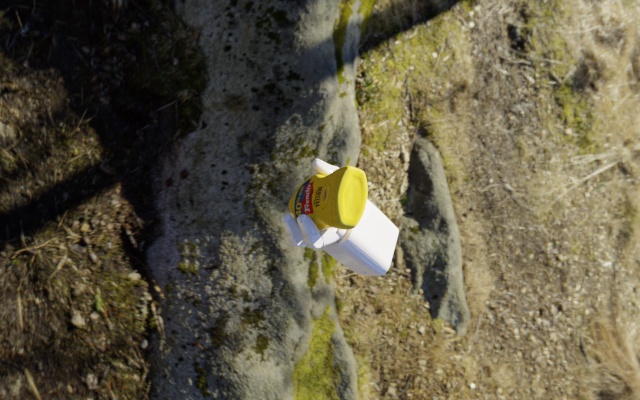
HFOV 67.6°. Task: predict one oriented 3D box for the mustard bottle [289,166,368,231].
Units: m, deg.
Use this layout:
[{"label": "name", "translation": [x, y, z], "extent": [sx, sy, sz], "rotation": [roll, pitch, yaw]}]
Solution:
[{"label": "mustard bottle", "translation": [0.000, 0.002, 0.801], "extent": [0.058, 0.096, 0.191], "rotation": [15, -12, -29]}]
